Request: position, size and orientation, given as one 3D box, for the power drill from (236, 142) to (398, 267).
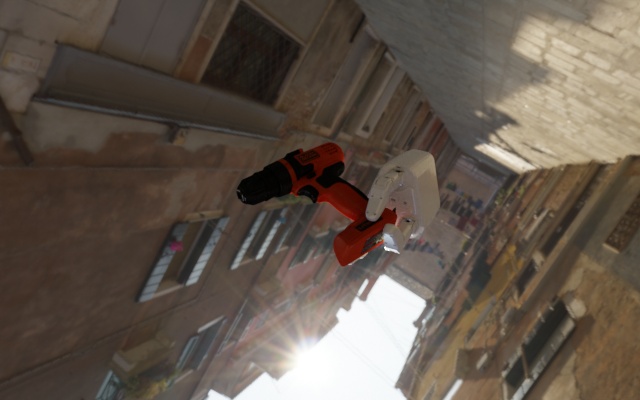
[{"bbox_3d":[0.001,0.002,0.675,0.184,0.187,0.057,-27,-30,-30],"label":"power drill"}]
